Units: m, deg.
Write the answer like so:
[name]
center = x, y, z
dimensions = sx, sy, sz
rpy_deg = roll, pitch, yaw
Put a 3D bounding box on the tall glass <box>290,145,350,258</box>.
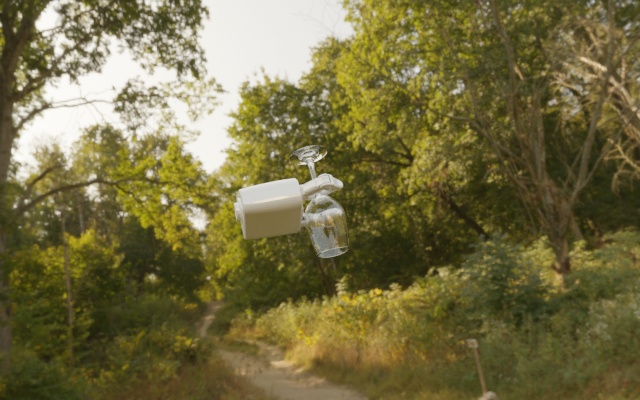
[tall glass]
center = 0.000, 0.002, 0.889
dimensions = 0.079, 0.201, 0.079
rpy_deg = -13, -19, -5
